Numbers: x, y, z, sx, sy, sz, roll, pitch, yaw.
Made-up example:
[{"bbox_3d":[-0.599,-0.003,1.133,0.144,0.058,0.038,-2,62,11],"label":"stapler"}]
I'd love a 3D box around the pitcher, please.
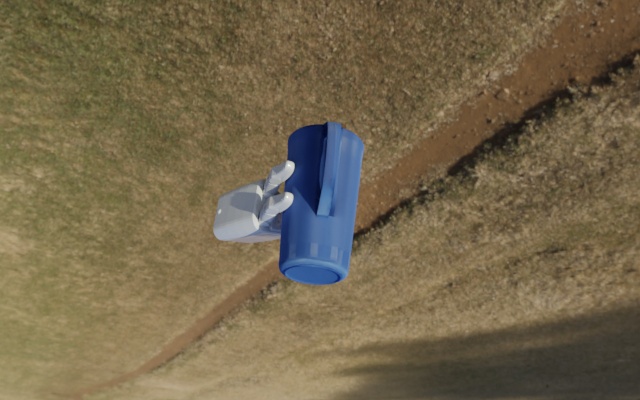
[{"bbox_3d":[0.000,0.003,0.771,0.145,0.242,0.149,-14,-32,33],"label":"pitcher"}]
